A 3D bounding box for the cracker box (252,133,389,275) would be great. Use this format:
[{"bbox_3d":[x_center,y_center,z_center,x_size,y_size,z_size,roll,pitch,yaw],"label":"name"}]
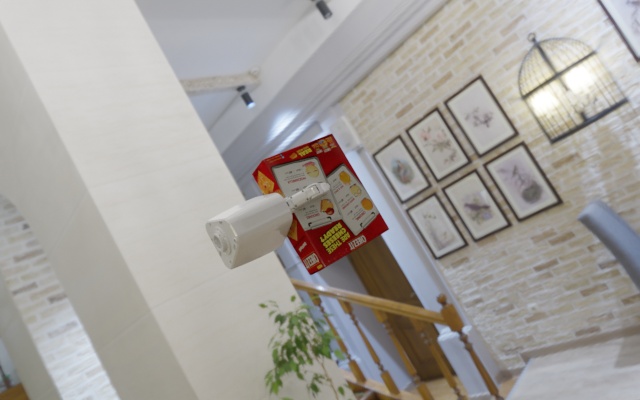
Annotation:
[{"bbox_3d":[0.000,0.003,0.871,0.164,0.213,0.072,-26,-8,-33],"label":"cracker box"}]
